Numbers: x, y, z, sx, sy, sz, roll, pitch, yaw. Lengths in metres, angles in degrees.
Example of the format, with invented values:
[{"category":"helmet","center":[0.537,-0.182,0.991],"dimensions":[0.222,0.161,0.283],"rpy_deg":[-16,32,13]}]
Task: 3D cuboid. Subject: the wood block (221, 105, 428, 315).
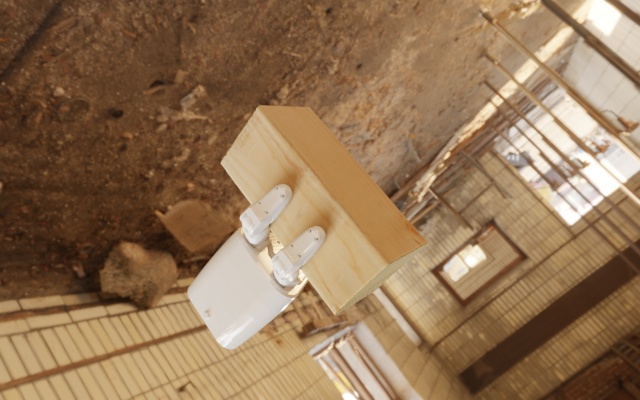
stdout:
[{"category":"wood block","center":[0.000,0.002,0.508],"dimensions":[0.090,0.206,0.091],"rpy_deg":[-49,-20,30]}]
